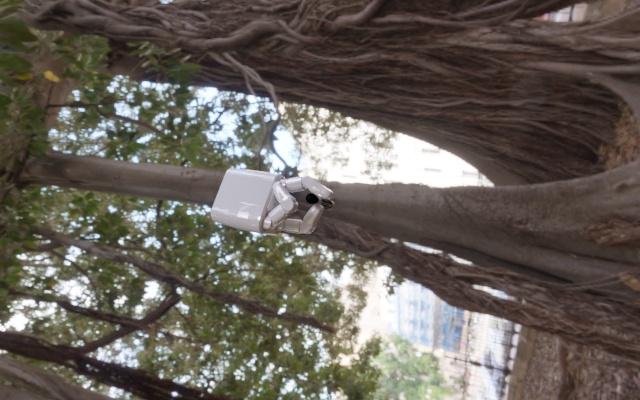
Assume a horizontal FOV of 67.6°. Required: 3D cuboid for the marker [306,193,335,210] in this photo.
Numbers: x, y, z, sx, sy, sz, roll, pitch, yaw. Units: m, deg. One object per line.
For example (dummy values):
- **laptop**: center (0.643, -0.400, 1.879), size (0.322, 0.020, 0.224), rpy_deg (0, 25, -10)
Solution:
- **marker**: center (0.000, 0.003, 0.888), size (0.020, 0.020, 0.121), rpy_deg (0, -7, 19)
